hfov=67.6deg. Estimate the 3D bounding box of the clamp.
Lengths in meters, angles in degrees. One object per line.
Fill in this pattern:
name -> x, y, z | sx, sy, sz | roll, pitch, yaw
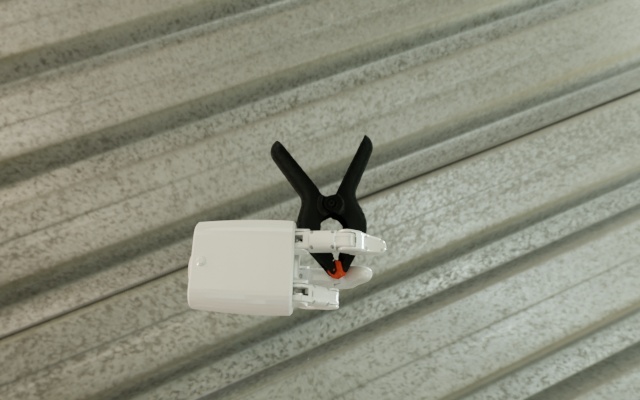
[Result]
clamp -> 0.000, 0.002, 0.545 | 0.120, 0.171, 0.039 | 2, -18, 0
